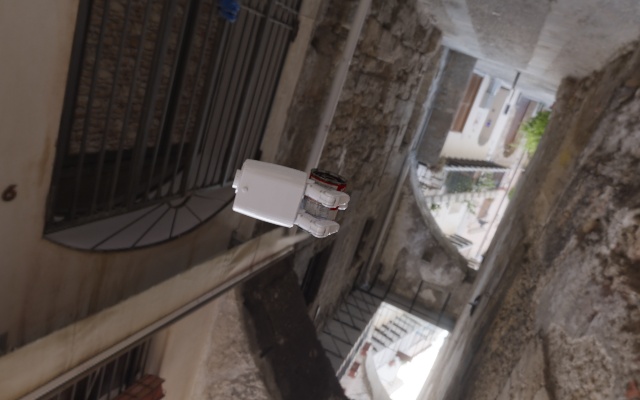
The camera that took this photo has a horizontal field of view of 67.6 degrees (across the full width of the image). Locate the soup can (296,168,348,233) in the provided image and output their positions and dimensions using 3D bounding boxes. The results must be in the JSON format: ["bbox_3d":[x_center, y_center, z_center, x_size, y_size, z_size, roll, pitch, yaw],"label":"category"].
[{"bbox_3d":[0.000,0.003,0.842,0.068,0.102,0.068,17,16,-5],"label":"soup can"}]
